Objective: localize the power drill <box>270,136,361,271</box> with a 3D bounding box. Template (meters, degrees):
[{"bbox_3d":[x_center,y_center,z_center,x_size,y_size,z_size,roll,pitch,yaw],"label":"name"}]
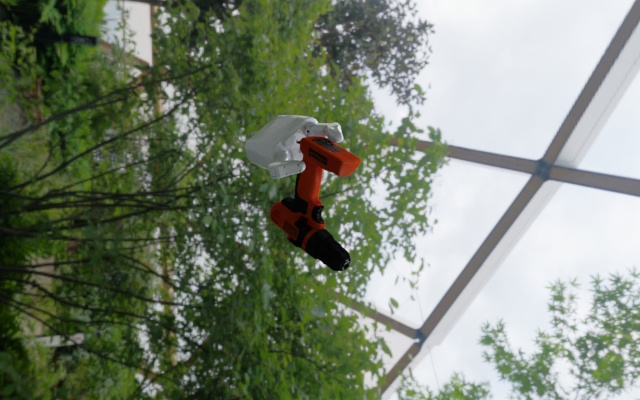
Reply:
[{"bbox_3d":[0.000,0.002,0.789,0.184,0.188,0.057,35,28,32],"label":"power drill"}]
